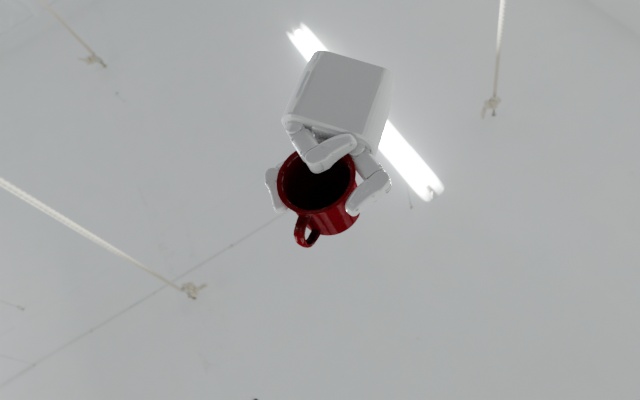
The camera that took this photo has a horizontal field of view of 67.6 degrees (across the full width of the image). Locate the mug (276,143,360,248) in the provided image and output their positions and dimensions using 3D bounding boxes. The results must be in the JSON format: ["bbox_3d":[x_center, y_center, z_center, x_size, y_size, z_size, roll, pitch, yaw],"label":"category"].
[{"bbox_3d":[0.000,0.003,0.568,0.093,0.117,0.081,12,-22,21],"label":"mug"}]
